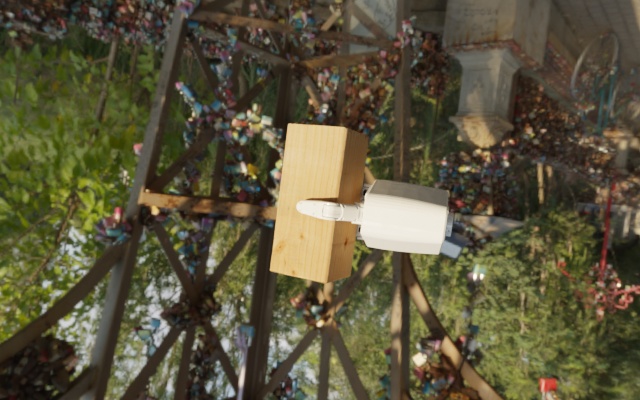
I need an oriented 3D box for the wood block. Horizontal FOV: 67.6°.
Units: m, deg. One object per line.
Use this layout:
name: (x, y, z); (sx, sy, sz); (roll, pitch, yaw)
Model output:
wood block: (0.000, 0.002, 0.676); (0.090, 0.206, 0.091); (8, 2, 26)
